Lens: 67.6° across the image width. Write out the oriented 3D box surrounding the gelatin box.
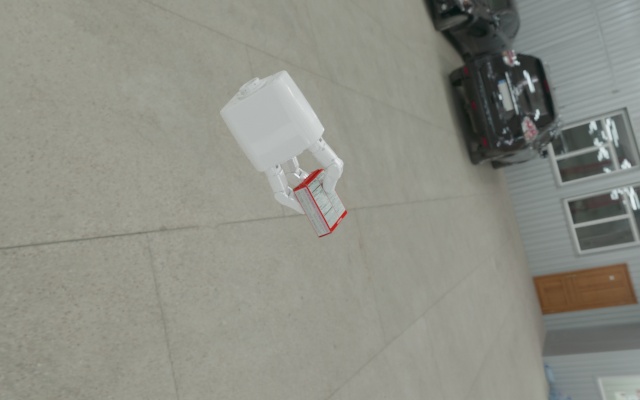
[{"bbox_3d":[0.001,0.003,0.756,0.030,0.089,0.073,-22,13,31],"label":"gelatin box"}]
